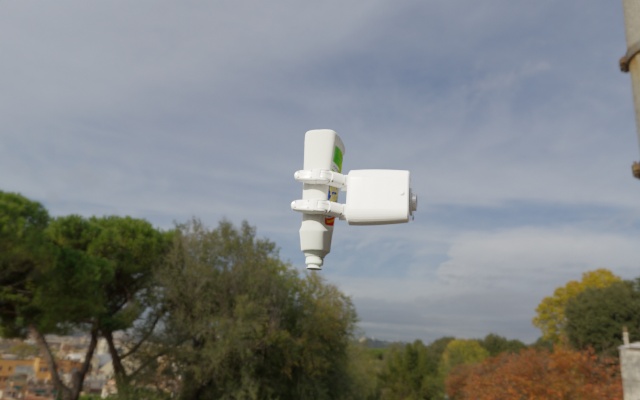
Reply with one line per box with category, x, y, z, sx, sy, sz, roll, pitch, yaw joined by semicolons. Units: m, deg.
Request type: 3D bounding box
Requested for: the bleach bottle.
bleach bottle;0.000;0.003;0.875;0.068;0.250;0.103;-1;-18;16
